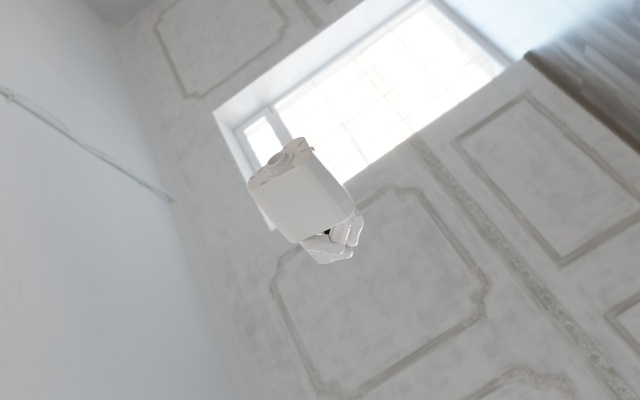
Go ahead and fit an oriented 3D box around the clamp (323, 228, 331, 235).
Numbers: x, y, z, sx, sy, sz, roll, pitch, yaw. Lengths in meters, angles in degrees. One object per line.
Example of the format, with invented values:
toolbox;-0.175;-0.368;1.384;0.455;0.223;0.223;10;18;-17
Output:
clamp;0.000;0.003;0.774;0.039;0.120;0.171;-35;29;6
